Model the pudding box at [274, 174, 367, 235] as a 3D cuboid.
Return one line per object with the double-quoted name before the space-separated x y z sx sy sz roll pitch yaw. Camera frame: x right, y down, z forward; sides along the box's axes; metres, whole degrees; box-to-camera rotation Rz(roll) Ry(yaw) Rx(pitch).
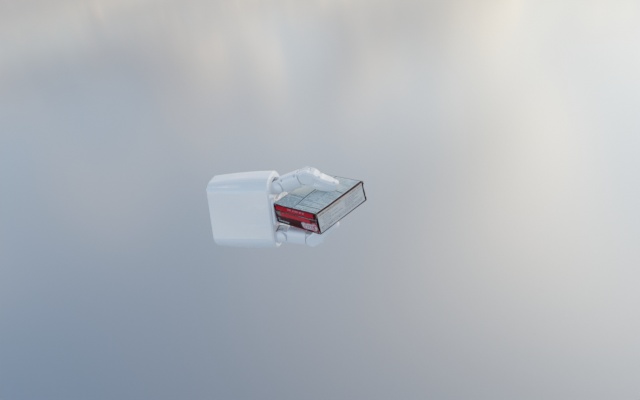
"pudding box" 0.000 0.002 0.719 0.090 0.039 0.113 14 39 41
